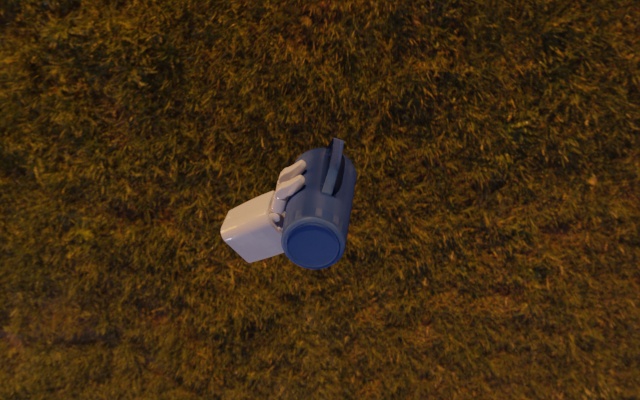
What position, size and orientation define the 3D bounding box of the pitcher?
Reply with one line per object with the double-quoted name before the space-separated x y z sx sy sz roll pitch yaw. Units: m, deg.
"pitcher" 0.000 0.003 0.874 0.145 0.149 0.242 -21 28 17
